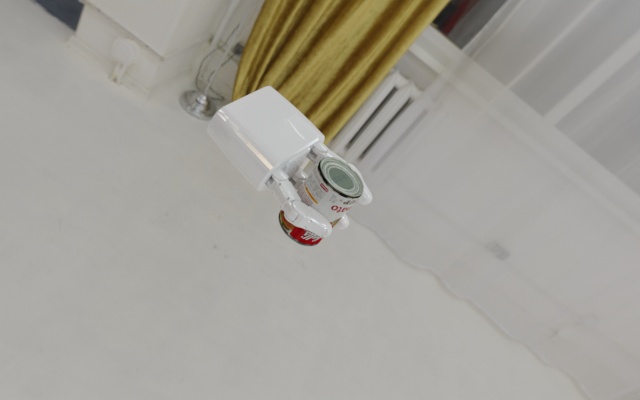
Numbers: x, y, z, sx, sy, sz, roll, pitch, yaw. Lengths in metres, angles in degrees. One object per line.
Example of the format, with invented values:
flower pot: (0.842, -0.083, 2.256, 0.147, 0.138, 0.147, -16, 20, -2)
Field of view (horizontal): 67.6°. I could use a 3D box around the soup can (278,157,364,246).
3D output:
soup can: (0.001, 0.002, 0.610, 0.068, 0.068, 0.102, 0, -39, -43)
